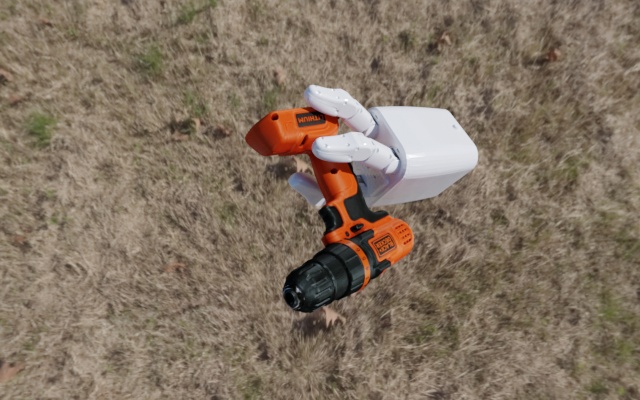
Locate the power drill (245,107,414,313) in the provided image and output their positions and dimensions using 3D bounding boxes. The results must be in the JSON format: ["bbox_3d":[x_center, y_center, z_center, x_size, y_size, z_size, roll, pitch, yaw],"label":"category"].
[{"bbox_3d":[0.000,0.001,0.474,0.057,0.187,0.184,-32,-8,40],"label":"power drill"}]
